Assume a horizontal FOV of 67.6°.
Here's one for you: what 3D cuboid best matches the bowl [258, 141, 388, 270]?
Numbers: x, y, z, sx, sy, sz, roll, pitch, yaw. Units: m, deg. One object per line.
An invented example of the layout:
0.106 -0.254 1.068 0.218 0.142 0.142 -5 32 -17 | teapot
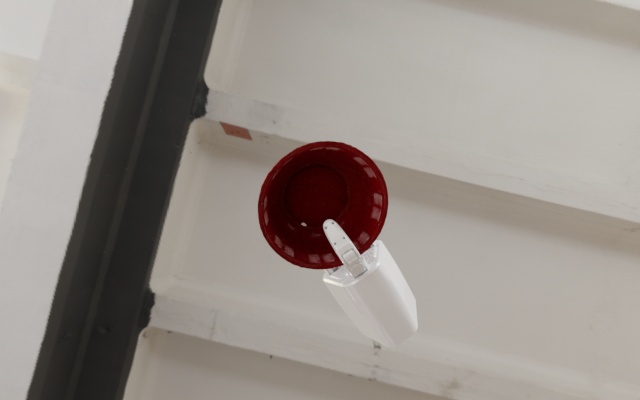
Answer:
0.000 0.001 0.598 0.162 0.162 0.055 0 16 -12 | bowl
